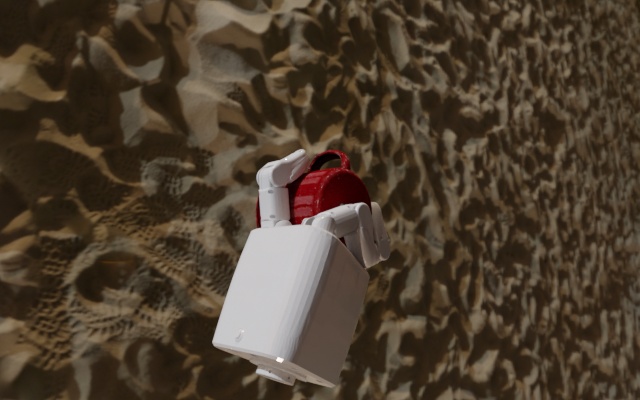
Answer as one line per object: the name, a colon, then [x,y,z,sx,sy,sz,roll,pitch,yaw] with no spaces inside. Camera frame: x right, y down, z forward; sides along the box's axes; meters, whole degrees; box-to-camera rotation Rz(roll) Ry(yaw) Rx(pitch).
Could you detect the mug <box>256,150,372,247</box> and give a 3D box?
mug: [0.001,0.000,0.480,0.081,0.117,0.093,-7,-33,45]
